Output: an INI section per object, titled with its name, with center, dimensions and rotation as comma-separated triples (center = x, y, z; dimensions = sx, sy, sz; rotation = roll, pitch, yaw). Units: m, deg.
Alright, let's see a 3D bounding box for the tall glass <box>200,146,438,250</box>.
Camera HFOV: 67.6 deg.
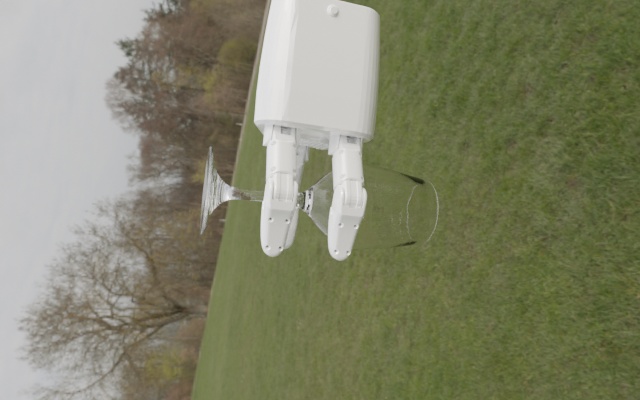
[tall glass]
center = -0.001, 0.001, 0.421
dimensions = 0.201, 0.079, 0.079
rotation = 6, -2, -16
